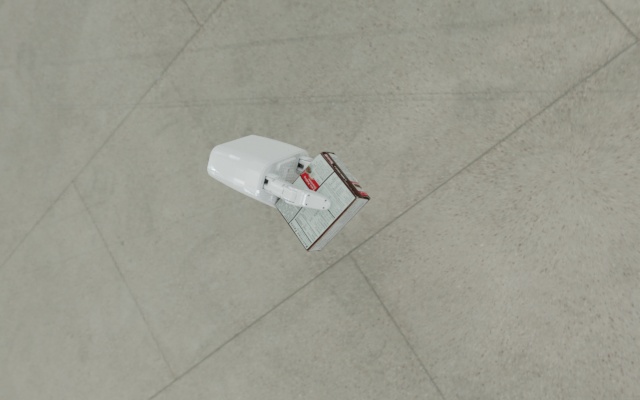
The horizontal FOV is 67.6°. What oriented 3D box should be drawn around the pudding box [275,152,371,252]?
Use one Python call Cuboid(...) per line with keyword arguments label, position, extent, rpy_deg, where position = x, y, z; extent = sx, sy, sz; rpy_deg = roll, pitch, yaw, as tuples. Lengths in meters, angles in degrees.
Cuboid(label="pudding box", position=(0.000, 0.002, 0.660), extent=(0.113, 0.090, 0.039), rpy_deg=(-48, -25, 25))
